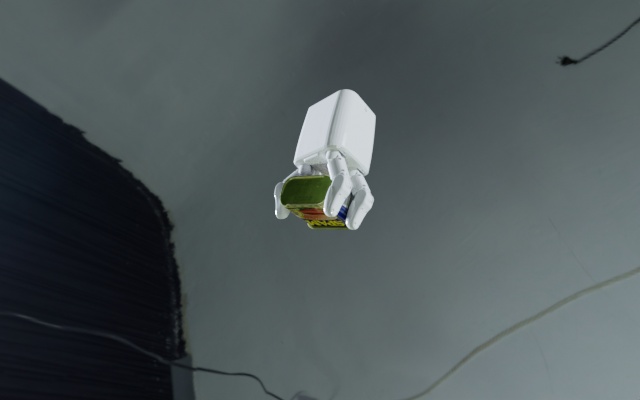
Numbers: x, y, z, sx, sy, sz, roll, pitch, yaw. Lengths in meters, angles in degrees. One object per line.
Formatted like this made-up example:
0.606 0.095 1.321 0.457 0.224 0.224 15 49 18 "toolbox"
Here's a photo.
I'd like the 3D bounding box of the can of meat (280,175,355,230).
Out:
0.000 0.002 0.730 0.102 0.057 0.084 -1 -26 37 "can of meat"
